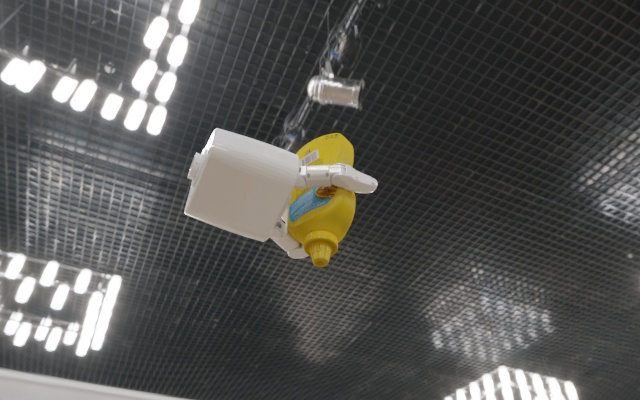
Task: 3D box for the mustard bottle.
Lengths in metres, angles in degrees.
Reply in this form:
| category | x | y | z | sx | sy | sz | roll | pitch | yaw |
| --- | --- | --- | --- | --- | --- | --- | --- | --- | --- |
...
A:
| category | x | y | z | sx | sy | sz | roll | pitch | yaw |
| --- | --- | --- | --- | --- | --- | --- | --- | --- | --- |
| mustard bottle | 0.000 | 0.002 | 0.615 | 0.096 | 0.191 | 0.058 | -28 | -50 | 27 |
